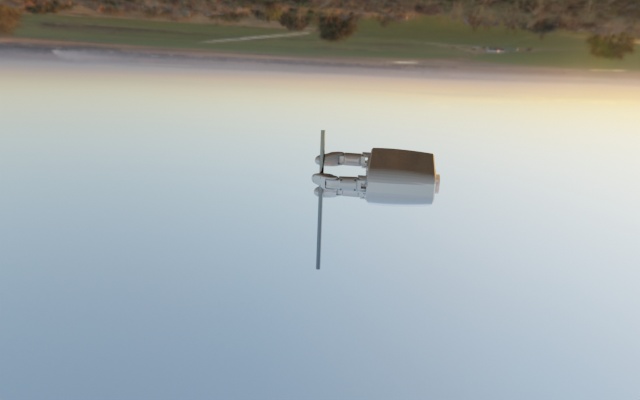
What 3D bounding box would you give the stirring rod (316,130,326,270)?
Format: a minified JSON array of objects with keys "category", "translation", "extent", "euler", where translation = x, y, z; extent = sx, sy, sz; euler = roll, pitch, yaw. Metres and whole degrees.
[{"category":"stirring rod","translation":[0.000,0.003,0.804],"extent":[0.011,0.239,0.011],"euler":[2,14,0]}]
